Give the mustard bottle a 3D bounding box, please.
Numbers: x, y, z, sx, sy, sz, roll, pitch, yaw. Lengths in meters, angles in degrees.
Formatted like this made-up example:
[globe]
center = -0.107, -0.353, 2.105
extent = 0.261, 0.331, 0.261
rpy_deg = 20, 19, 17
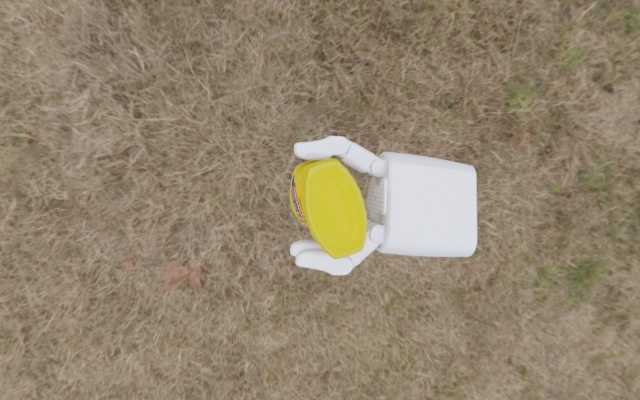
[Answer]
[mustard bottle]
center = 0.000, 0.002, 0.543
extent = 0.058, 0.096, 0.191
rpy_deg = -19, 7, -7
